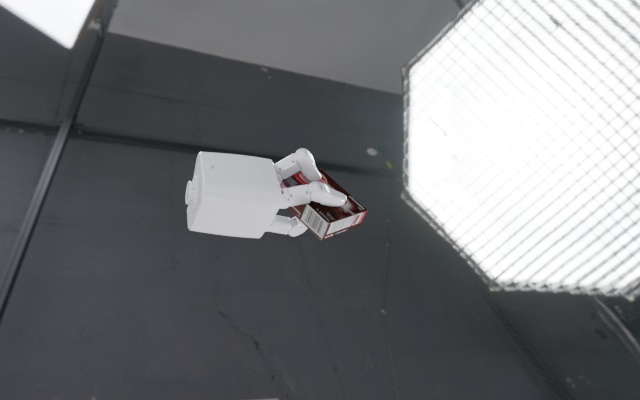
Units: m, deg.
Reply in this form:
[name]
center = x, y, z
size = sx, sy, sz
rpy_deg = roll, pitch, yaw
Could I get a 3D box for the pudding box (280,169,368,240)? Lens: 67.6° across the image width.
[pudding box]
center = 0.000, 0.002, 0.716
size = 0.090, 0.039, 0.113
rpy_deg = -17, 52, -44
